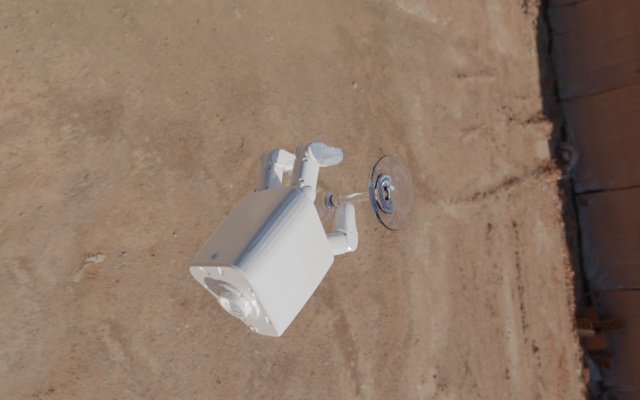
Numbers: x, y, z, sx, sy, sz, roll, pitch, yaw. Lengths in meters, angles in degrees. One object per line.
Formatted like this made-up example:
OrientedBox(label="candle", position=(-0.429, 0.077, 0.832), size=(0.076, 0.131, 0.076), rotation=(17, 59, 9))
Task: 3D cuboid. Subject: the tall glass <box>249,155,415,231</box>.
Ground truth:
OrientedBox(label="tall glass", position=(0.001, 0.002, 0.534), size=(0.201, 0.079, 0.079), rotation=(-7, -5, 44))
